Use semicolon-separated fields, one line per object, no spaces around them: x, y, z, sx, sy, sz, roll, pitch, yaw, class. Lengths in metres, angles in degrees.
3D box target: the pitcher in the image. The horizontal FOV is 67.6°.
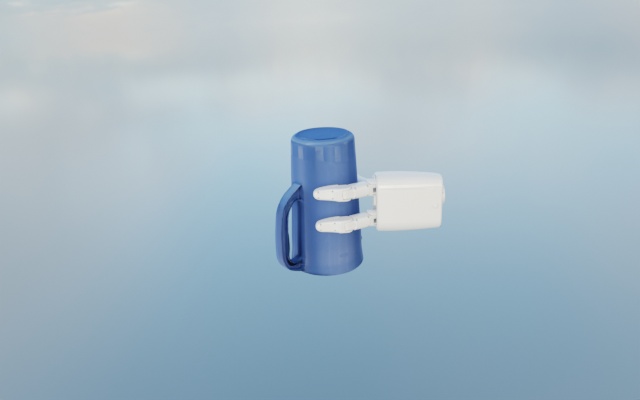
0.000;0.003;0.833;0.145;0.243;0.149;0;21;7;pitcher
